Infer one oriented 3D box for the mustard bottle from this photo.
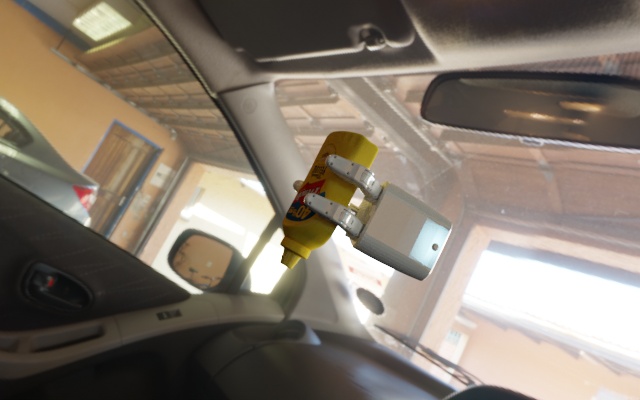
[{"bbox_3d":[0.000,0.002,0.631,0.058,0.191,0.096,33,-11,-29],"label":"mustard bottle"}]
